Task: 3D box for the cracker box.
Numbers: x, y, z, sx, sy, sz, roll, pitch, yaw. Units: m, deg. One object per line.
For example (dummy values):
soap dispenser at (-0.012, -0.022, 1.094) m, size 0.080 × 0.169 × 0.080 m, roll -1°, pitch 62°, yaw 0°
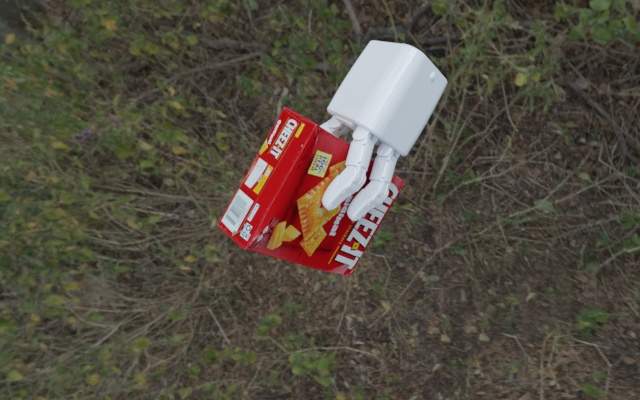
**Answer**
cracker box at (0.000, 0.002, 0.617) m, size 0.072 × 0.164 × 0.214 m, roll 35°, pitch 7°, yaw 41°
